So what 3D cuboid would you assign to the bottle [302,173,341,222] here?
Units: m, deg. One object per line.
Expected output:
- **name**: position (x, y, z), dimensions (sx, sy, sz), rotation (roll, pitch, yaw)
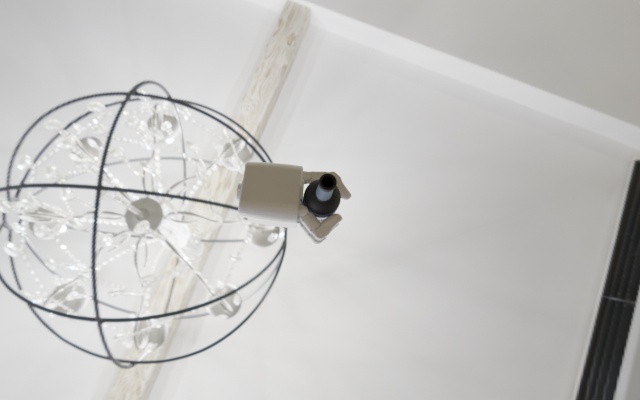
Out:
- **bottle**: position (0.000, 0.003, 0.877), dimensions (0.069, 0.069, 0.296), rotation (0, -12, -5)
